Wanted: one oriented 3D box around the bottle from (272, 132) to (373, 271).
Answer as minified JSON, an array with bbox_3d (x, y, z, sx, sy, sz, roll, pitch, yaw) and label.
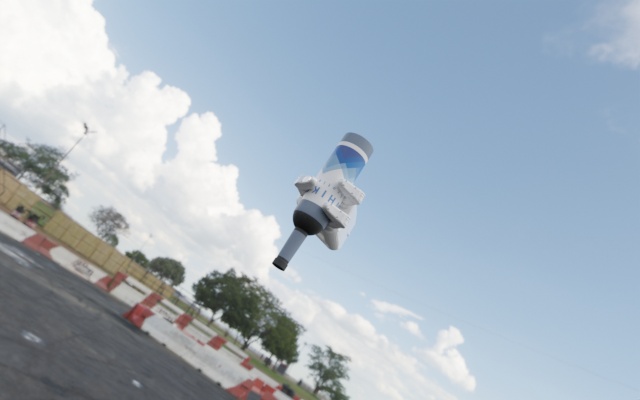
[{"bbox_3d":[0.000,0.003,0.899,0.069,0.295,0.069,29,-20,12],"label":"bottle"}]
